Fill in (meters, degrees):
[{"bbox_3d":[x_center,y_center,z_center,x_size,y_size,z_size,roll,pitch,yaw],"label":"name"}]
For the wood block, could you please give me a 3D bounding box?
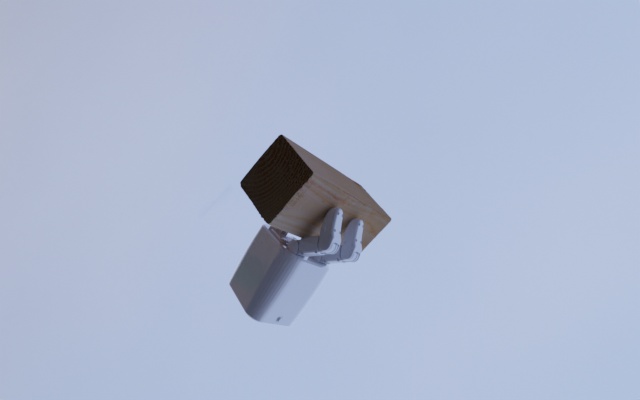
[{"bbox_3d":[0.000,0.002,0.677,0.206,0.090,0.090,28,18,-51],"label":"wood block"}]
